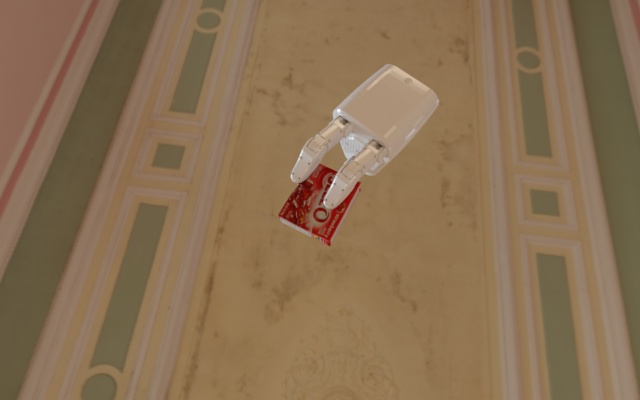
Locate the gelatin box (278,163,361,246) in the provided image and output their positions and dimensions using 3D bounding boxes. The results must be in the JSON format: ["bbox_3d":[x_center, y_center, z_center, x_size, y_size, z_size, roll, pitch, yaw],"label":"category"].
[{"bbox_3d":[0.000,0.002,0.604,0.073,0.089,0.030,26,-17,12],"label":"gelatin box"}]
